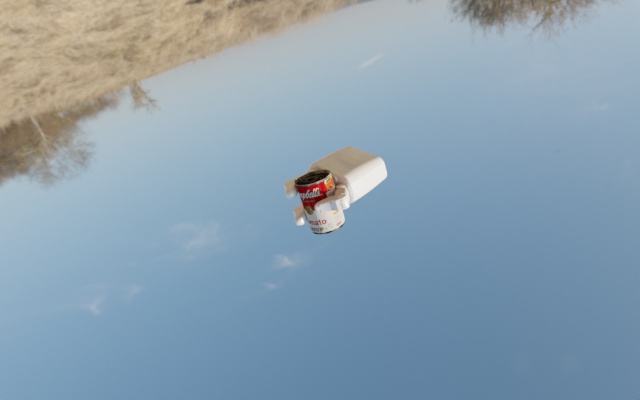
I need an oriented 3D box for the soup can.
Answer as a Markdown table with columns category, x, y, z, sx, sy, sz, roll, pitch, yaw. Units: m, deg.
| category | x | y | z | sx | sy | sz | roll | pitch | yaw |
| --- | --- | --- | --- | --- | --- | --- | --- | --- | --- |
| soup can | 0.000 | 0.003 | 0.881 | 0.068 | 0.102 | 0.068 | -15 | 21 | 6 |
